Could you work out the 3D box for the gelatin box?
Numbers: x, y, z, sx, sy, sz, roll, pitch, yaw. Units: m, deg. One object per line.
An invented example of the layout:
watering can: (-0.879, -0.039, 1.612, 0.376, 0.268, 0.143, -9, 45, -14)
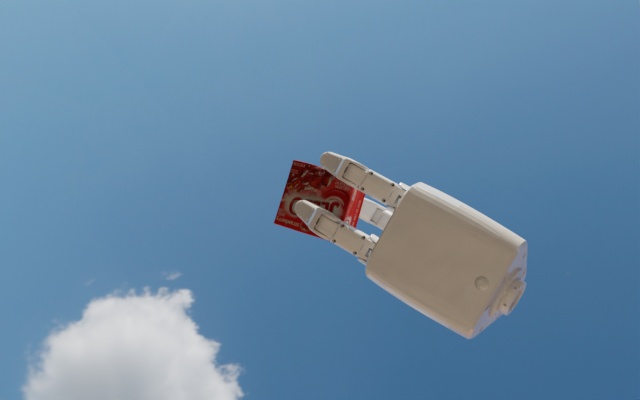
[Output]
gelatin box: (0.000, 0.002, 0.500, 0.089, 0.073, 0.030, 15, -2, 37)
